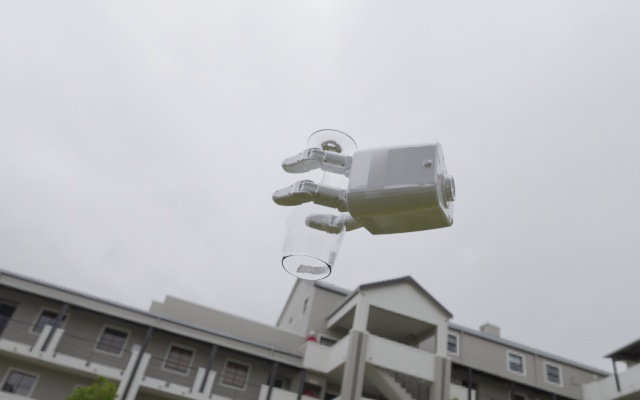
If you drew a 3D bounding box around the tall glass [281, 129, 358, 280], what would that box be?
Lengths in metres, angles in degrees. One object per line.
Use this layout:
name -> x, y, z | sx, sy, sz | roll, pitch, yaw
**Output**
tall glass -> 0.000, 0.002, 0.631 | 0.079, 0.201, 0.079 | 8, -36, 6
